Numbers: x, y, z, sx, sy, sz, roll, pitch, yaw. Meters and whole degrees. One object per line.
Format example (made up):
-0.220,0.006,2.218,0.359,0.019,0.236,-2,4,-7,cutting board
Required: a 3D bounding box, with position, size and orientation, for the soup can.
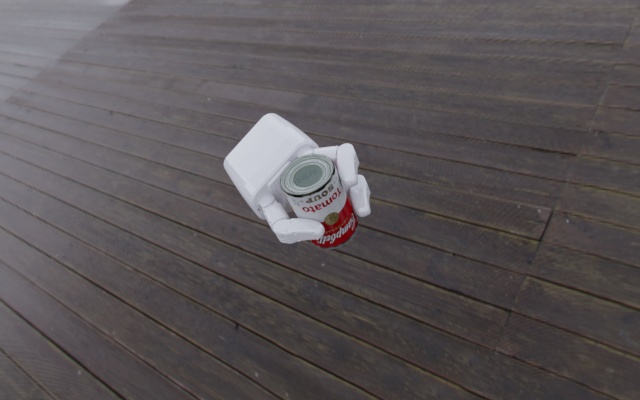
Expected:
0.000,0.002,0.574,0.068,0.068,0.102,0,-41,24,soup can
